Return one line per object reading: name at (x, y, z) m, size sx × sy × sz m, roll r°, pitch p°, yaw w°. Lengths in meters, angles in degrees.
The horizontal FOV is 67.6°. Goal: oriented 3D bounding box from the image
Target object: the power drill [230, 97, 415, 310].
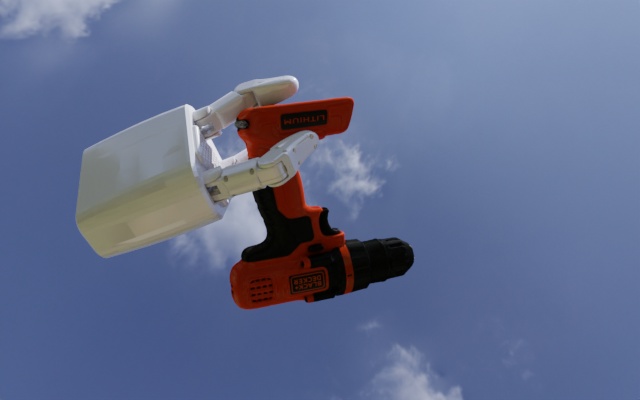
power drill at (0.000, 0.001, 0.446) m, size 0.184 × 0.188 × 0.057 m, roll -9°, pitch 10°, yaw -18°
